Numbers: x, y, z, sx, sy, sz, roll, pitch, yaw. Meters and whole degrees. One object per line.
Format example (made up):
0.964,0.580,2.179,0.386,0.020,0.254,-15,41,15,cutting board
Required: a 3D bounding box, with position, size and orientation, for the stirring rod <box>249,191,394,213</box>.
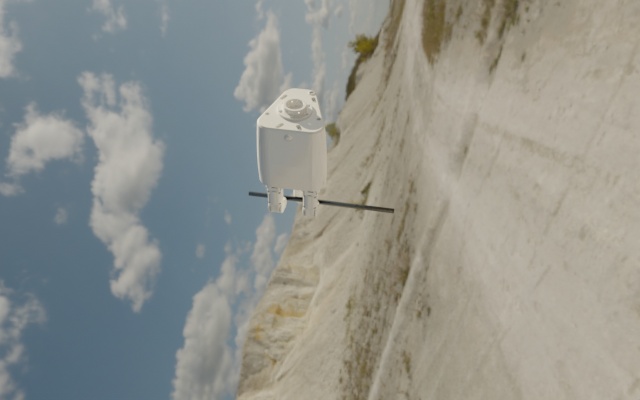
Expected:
0.000,0.002,0.783,0.239,0.011,0.011,7,1,6,stirring rod
